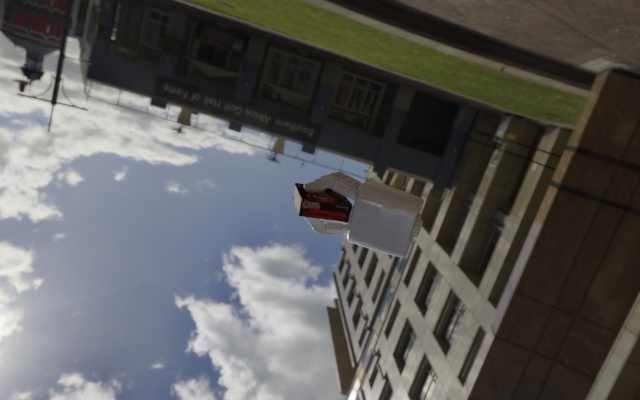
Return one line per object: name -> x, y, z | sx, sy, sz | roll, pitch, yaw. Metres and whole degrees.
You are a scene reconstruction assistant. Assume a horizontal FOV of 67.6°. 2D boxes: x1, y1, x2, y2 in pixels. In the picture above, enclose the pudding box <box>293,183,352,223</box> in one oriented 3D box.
pudding box -> 0.000, 0.003, 0.860 | 0.090, 0.039, 0.113 | 9, 12, -12
